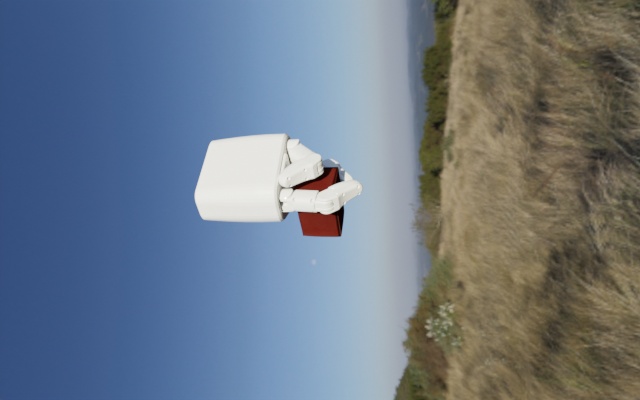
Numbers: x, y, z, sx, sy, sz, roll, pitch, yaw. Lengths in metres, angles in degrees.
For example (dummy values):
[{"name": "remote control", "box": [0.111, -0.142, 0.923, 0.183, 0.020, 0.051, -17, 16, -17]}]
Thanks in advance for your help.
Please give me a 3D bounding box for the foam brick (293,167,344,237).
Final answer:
[{"name": "foam brick", "box": [0.000, 0.002, 0.619, 0.051, 0.078, 0.053, -2, 37, 11]}]
